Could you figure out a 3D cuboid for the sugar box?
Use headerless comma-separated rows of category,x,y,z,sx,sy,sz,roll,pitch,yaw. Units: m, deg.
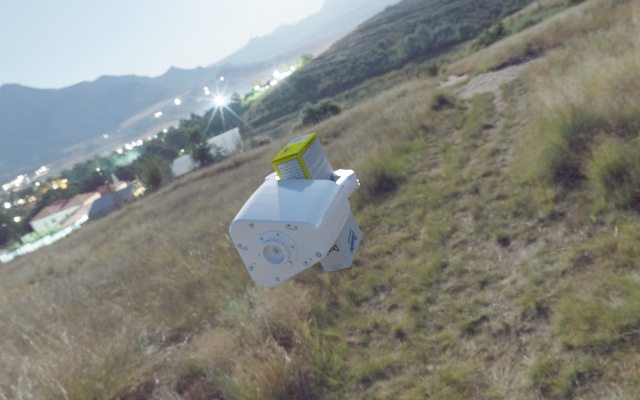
sugar box,0.000,0.002,0.663,0.048,0.176,0.093,-14,20,23
